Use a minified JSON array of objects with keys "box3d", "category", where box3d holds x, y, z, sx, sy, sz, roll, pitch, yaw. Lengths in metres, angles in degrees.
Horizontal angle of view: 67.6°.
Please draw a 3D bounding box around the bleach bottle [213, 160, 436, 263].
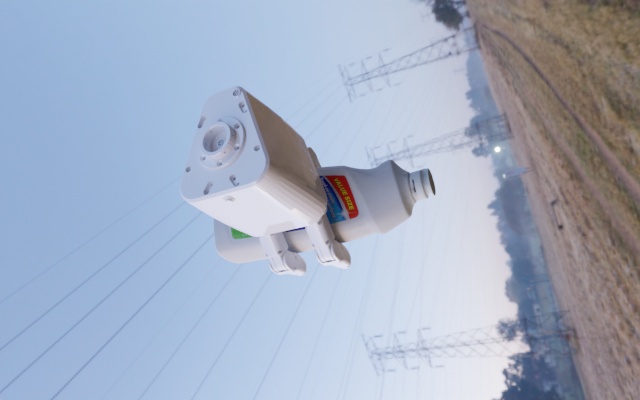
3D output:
[{"box3d":[0.000,0.002,0.535,0.251,0.102,0.068,-14,-24,22],"category":"bleach bottle"}]
